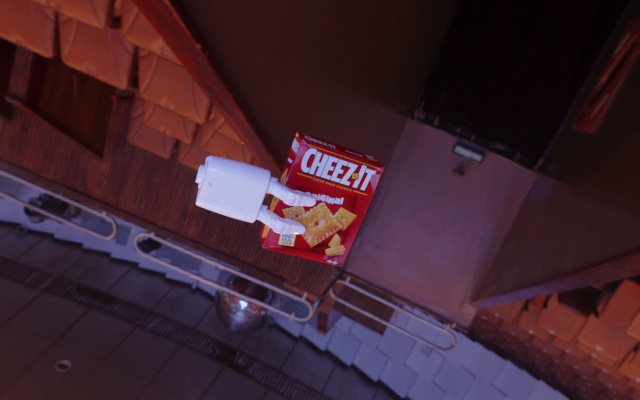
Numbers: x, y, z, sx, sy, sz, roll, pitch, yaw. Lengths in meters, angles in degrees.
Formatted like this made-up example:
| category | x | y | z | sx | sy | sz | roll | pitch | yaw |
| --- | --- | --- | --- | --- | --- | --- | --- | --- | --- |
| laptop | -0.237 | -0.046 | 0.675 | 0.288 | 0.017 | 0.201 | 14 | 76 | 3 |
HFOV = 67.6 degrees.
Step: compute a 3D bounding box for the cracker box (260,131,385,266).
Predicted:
| category | x | y | z | sx | sy | sz | roll | pitch | yaw |
| --- | --- | --- | --- | --- | --- | --- | --- | --- | --- |
| cracker box | 0.000 | 0.003 | 0.880 | 0.164 | 0.214 | 0.072 | 17 | 17 | -18 |
